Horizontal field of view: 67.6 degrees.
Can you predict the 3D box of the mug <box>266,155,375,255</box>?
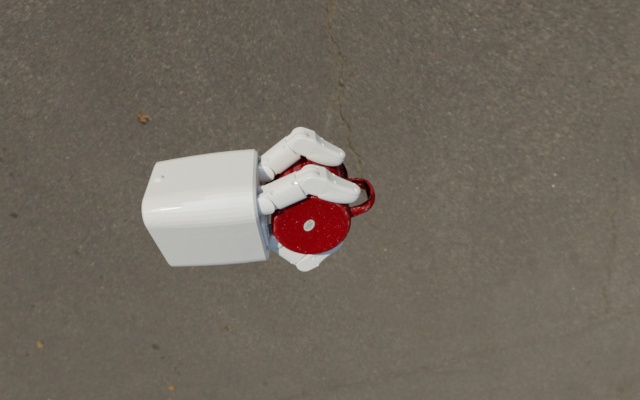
[{"bbox_3d":[0.002,0.002,0.508,0.117,0.093,0.081,-6,38,-1],"label":"mug"}]
